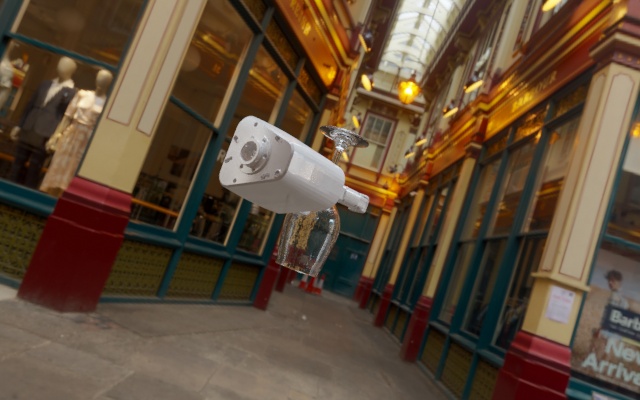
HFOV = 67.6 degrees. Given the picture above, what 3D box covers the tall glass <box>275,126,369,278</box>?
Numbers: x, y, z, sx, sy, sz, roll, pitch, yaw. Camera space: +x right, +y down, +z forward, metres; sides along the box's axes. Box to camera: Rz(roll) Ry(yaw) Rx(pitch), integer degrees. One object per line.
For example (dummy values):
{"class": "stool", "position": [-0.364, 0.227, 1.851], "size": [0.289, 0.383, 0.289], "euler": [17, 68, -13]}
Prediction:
{"class": "tall glass", "position": [0.000, 0.002, 0.666], "size": [0.079, 0.201, 0.079], "euler": [19, -6, 2]}
